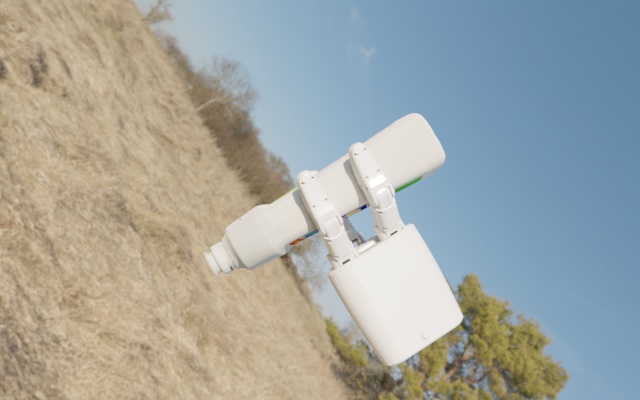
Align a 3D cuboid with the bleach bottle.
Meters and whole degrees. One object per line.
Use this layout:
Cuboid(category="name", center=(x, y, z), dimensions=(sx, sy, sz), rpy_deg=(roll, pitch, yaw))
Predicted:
Cuboid(category="bleach bottle", center=(0.000, 0.002, 0.491), dimensions=(0.251, 0.068, 0.102), rpy_deg=(-30, -3, -9))
